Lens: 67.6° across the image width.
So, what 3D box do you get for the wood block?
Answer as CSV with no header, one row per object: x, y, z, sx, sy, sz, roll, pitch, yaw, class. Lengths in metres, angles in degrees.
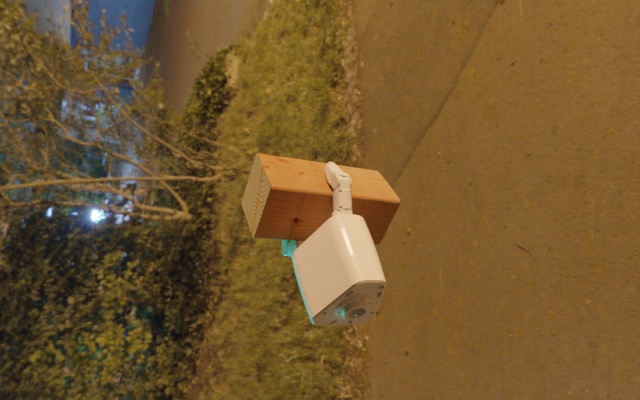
0.000,0.002,0.711,0.206,0.091,0.090,6,33,-27,wood block
